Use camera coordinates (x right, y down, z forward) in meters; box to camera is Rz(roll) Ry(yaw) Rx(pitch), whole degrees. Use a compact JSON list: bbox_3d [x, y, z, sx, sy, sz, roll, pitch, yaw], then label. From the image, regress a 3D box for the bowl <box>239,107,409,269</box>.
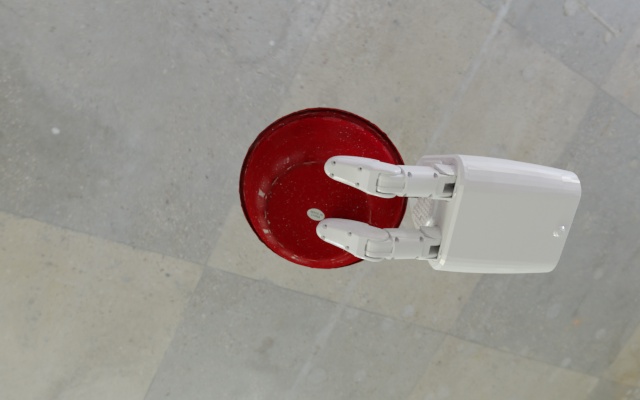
[{"bbox_3d":[-0.001,0.002,0.428,0.162,0.162,0.055,0,20,5],"label":"bowl"}]
